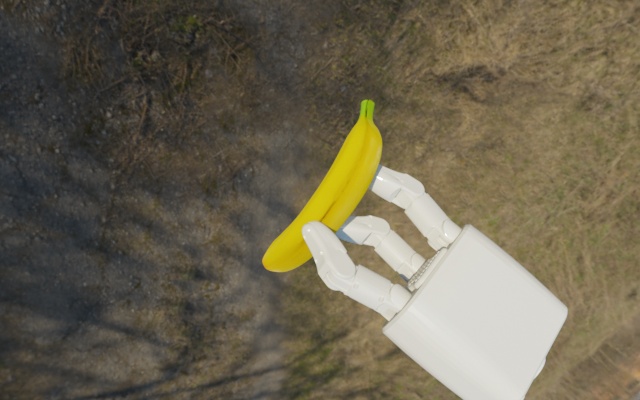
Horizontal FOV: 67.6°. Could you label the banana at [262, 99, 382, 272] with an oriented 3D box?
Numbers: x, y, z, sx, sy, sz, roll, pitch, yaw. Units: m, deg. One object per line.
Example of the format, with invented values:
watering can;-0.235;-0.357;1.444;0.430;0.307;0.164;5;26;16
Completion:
banana;0.002;0.007;0.429;0.037;0.198;0.069;30;22;-13
